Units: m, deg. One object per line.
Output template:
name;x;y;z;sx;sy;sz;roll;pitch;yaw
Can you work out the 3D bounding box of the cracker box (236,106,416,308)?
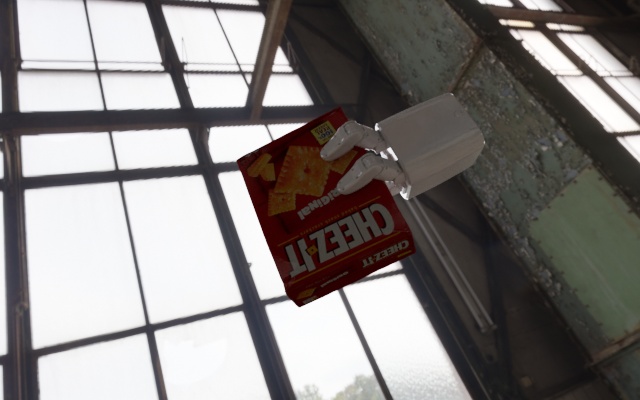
cracker box;0.000;0.002;0.616;0.164;0.213;0.072;-26;-32;2
